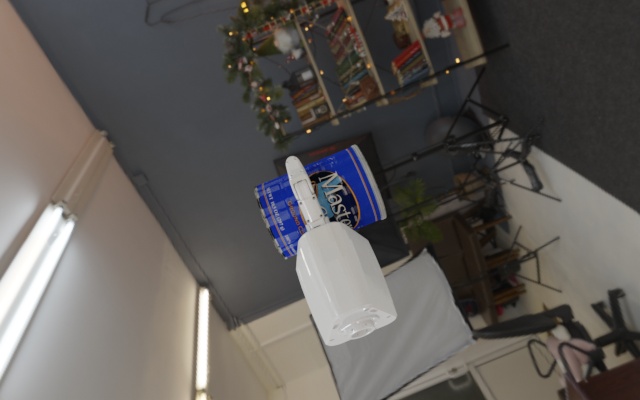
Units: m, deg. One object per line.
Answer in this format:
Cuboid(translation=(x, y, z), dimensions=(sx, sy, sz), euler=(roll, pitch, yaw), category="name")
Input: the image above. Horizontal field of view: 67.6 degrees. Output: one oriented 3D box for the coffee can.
Cuboid(translation=(0.000, 0.002, 0.614), dimensions=(0.140, 0.103, 0.103), euler=(-23, 0, 1), category="coffee can")
